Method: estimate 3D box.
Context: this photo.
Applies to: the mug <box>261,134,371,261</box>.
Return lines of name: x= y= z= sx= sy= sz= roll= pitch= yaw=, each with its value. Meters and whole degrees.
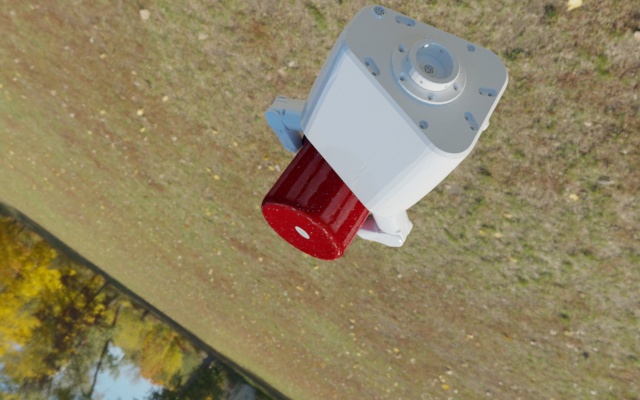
mug: x=0.000 y=0.002 z=0.425 sx=0.093 sy=0.081 sz=0.117 roll=34 pitch=-25 yaw=1
